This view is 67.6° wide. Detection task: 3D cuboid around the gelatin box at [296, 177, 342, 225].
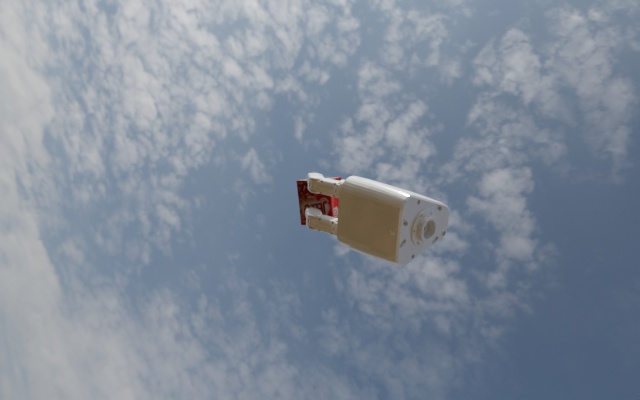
[{"bbox_3d":[0.000,0.002,0.743,0.030,0.073,0.089,-10,6,-36],"label":"gelatin box"}]
